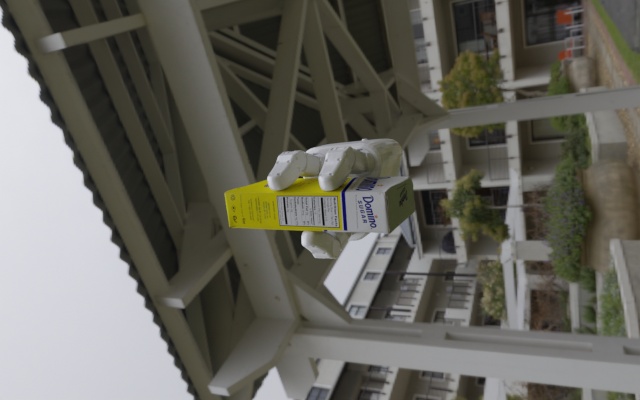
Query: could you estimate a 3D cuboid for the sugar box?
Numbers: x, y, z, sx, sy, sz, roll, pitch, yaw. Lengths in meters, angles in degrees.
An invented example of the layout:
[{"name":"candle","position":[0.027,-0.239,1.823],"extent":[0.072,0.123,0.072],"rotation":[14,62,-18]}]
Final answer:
[{"name":"sugar box","position":[0.000,0.001,0.494],"extent":[0.176,0.048,0.093],"rotation":[-3,11,26]}]
